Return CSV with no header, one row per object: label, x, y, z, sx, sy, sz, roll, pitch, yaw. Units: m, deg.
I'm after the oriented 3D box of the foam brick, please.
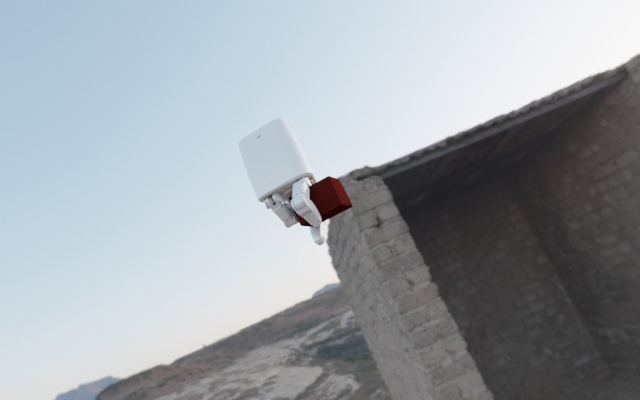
foam brick,0.000,0.002,0.754,0.078,0.051,0.053,-28,-15,17
